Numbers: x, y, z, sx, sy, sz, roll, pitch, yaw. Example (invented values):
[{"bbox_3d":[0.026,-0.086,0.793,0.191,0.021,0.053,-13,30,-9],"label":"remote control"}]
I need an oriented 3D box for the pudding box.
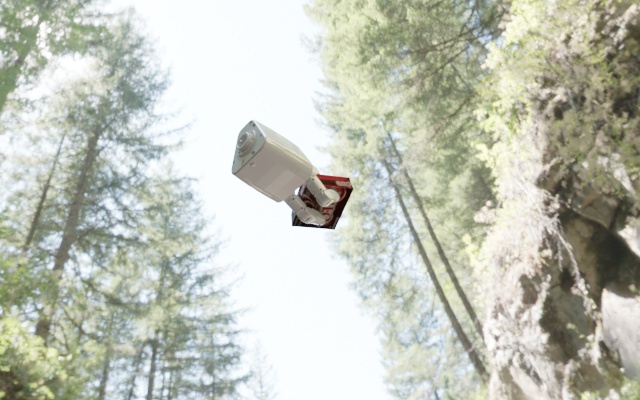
[{"bbox_3d":[0.000,0.003,0.893,0.090,0.039,0.114,6,-47,-18],"label":"pudding box"}]
